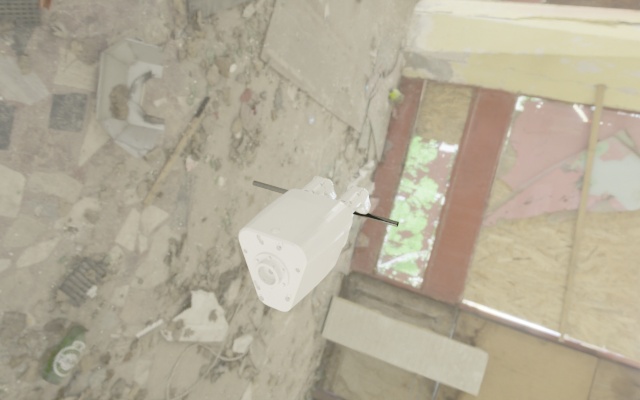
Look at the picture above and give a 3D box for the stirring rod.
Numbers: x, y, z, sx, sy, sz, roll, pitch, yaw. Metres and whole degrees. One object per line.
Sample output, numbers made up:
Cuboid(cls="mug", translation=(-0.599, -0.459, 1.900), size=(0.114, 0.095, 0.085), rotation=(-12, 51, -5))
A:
Cuboid(cls="stirring rod", translation=(0.000, 0.002, 0.696), size=(0.239, 0.011, 0.011), rotation=(16, 7, 25))
